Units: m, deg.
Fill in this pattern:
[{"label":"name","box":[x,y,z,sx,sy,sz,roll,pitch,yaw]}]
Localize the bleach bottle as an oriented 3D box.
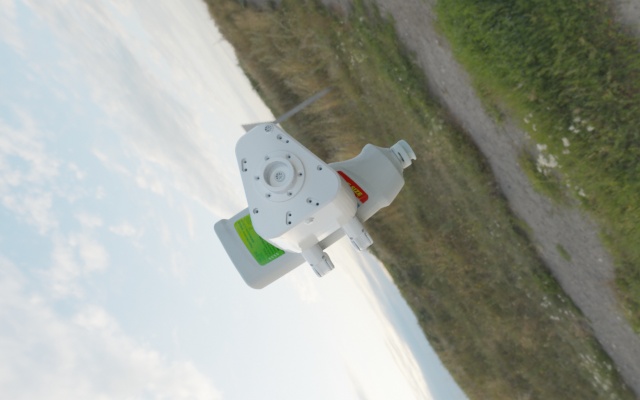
[{"label":"bleach bottle","box":[0.000,0.002,0.586,0.251,0.102,0.068,-34,-15,2]}]
